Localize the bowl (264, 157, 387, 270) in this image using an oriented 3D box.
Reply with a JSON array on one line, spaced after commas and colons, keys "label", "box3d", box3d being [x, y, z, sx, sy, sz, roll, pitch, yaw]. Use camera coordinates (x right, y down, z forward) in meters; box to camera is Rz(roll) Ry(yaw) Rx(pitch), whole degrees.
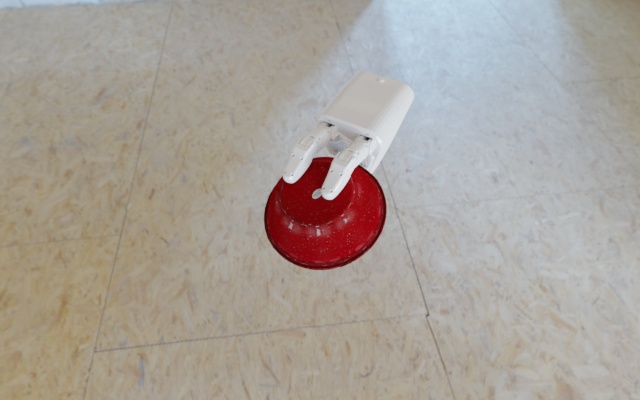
[{"label": "bowl", "box3d": [0.000, 0.003, 0.595, 0.162, 0.162, 0.055, 0, -27, 12]}]
